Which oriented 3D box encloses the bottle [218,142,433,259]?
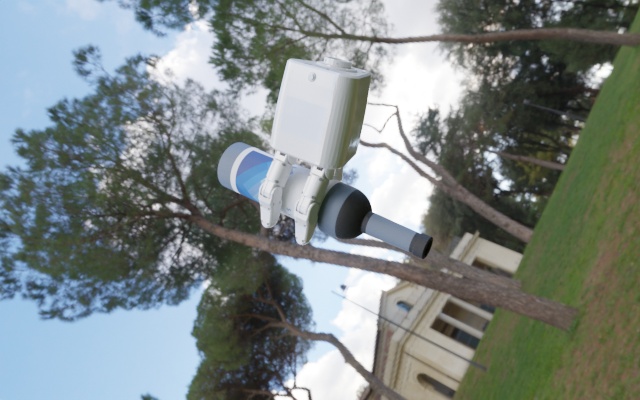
[{"bbox_3d":[0.000,0.002,0.602,0.295,0.069,0.069,23,11,27],"label":"bottle"}]
